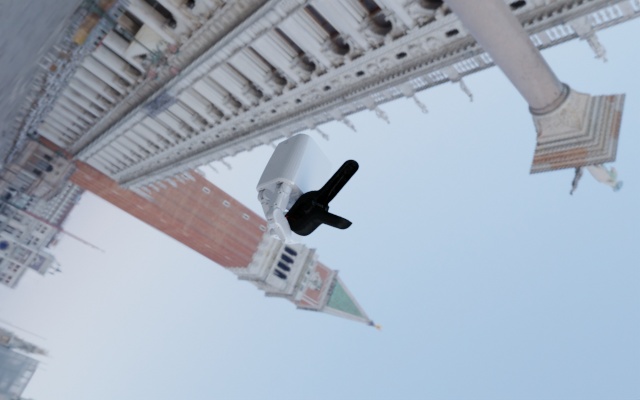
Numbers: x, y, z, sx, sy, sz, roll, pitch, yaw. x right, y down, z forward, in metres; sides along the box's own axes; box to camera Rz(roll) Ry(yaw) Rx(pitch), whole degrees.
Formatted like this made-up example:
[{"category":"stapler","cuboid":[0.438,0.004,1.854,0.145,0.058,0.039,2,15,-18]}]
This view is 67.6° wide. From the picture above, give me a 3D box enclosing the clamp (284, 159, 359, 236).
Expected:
[{"category":"clamp","cuboid":[0.000,0.003,0.765,0.039,0.120,0.171,37,-33,-28]}]
